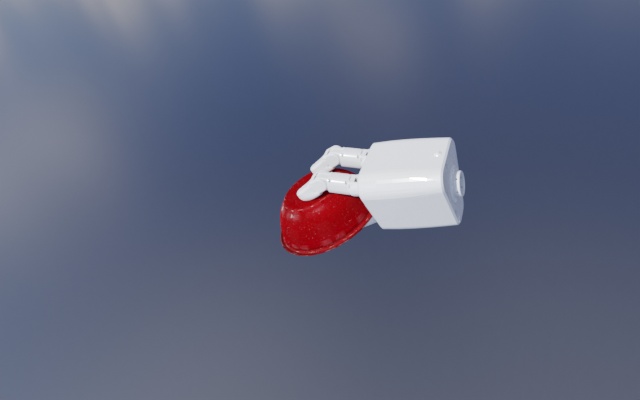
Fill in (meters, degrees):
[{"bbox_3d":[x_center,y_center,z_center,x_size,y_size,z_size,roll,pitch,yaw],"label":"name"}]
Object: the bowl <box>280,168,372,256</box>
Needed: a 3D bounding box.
[{"bbox_3d":[-0.001,0.002,0.685,0.162,0.055,0.162,-24,31,16],"label":"bowl"}]
